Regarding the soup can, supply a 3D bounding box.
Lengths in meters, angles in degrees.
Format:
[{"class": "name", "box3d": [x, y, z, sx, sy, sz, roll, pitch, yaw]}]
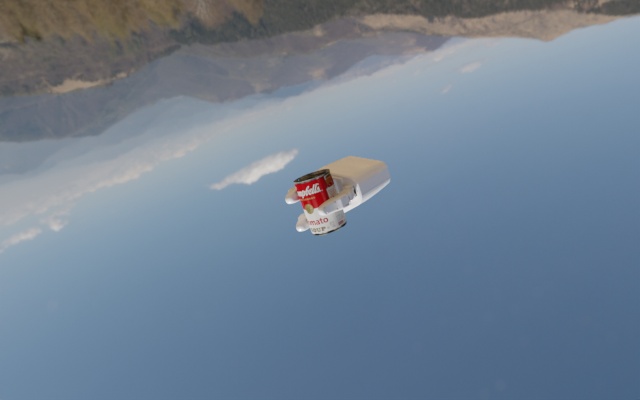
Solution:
[{"class": "soup can", "box3d": [0.000, 0.003, 0.849, 0.068, 0.102, 0.068, -18, 12, 4]}]
